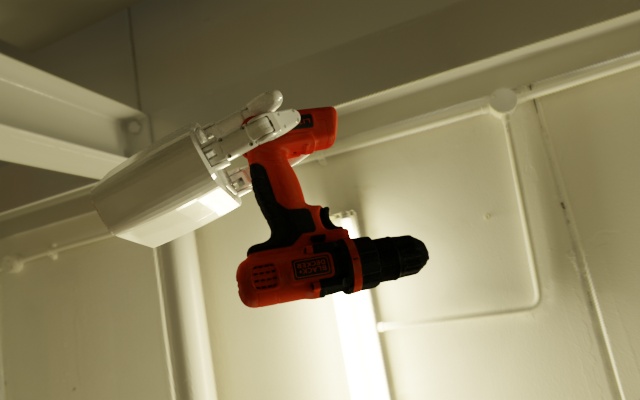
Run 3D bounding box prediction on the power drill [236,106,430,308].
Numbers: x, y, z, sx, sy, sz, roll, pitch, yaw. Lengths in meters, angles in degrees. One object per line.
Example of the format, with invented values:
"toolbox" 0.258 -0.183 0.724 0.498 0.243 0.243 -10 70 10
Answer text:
"power drill" 0.000 0.001 0.469 0.184 0.187 0.057 -8 -21 -13
